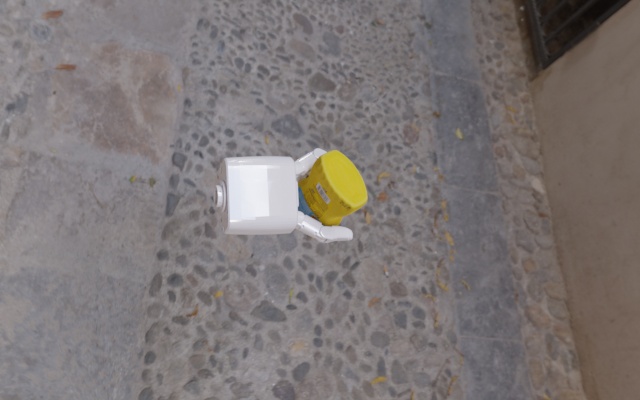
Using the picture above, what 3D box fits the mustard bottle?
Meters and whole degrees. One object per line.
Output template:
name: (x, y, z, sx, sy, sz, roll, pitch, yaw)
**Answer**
mustard bottle: (0.001, 0.002, 0.775, 0.058, 0.096, 0.192, -29, -9, -31)
